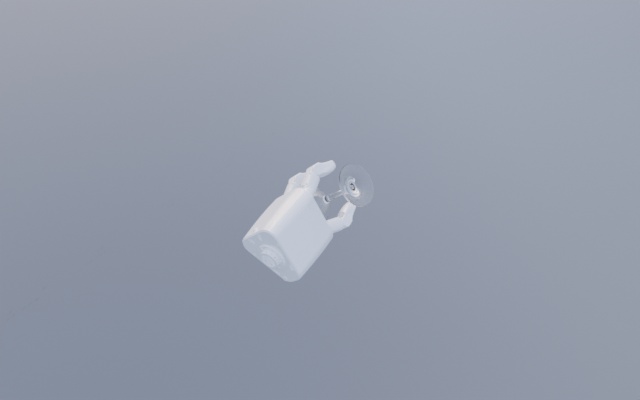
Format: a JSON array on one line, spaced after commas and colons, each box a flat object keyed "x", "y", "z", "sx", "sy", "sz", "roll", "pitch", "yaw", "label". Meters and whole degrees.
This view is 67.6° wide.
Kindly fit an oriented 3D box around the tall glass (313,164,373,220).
[{"x": 0.001, "y": 0.003, "z": 0.859, "sx": 0.079, "sy": 0.079, "sz": 0.201, "roll": 0, "pitch": -17, "yaw": -38, "label": "tall glass"}]
